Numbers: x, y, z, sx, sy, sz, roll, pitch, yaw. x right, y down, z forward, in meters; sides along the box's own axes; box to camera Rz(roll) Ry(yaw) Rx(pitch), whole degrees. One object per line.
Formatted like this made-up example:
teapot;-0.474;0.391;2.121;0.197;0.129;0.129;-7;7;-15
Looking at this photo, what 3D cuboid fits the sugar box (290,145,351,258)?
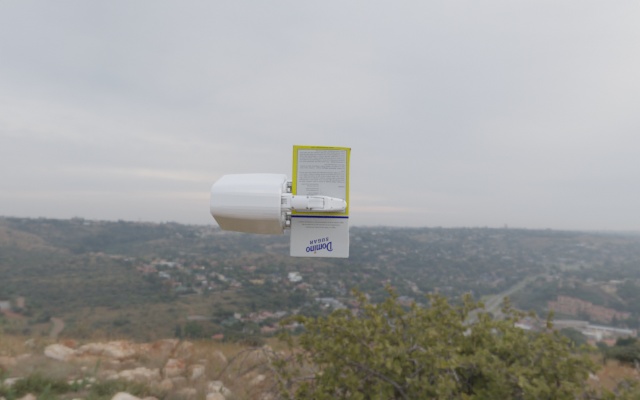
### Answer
sugar box;0.000;0.002;0.759;0.093;0.176;0.048;2;-2;1
